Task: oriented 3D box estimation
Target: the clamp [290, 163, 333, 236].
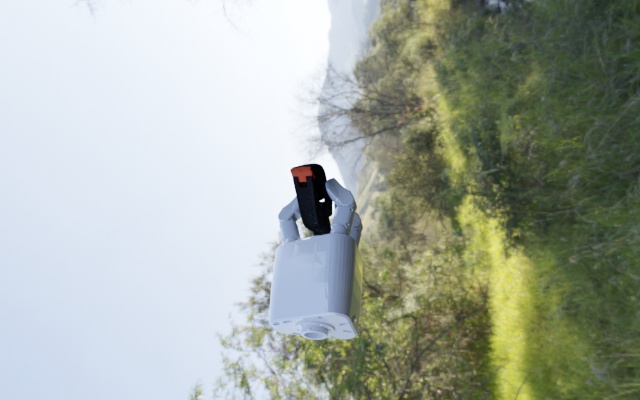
[{"bbox_3d":[-0.001,0.002,0.684,0.036,0.164,0.210,-4,-34,13],"label":"clamp"}]
